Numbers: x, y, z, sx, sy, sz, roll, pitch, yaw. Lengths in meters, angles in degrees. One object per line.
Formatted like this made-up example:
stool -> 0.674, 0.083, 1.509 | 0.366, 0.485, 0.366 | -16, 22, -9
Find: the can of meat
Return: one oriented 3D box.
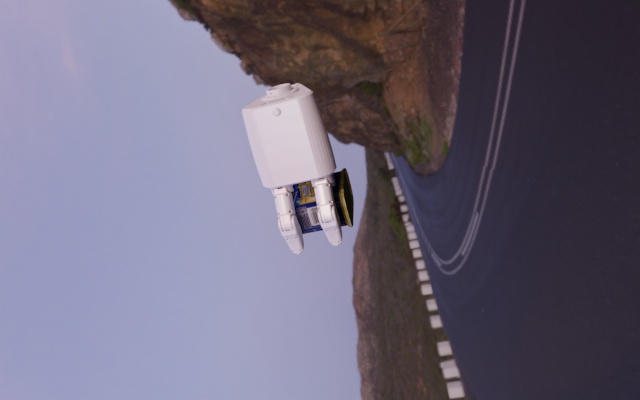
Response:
can of meat -> 0.000, 0.002, 0.675 | 0.084, 0.057, 0.102 | -11, 26, 10
